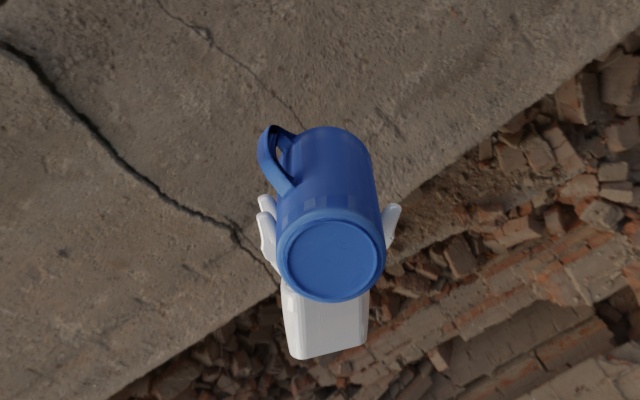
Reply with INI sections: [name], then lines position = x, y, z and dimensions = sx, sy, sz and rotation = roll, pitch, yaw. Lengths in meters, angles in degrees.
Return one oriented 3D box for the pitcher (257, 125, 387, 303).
[pitcher]
position = 0.000, 0.002, 0.559
dimensions = 0.149, 0.145, 0.242
rotation = -1, 24, -1
